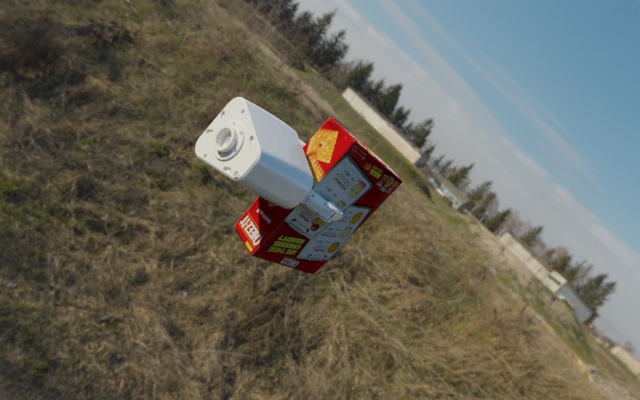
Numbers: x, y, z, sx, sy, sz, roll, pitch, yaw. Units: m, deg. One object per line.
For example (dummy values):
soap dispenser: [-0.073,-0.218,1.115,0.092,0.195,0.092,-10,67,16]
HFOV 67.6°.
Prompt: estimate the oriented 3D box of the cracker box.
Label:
cracker box: [0.000,0.002,0.719,0.164,0.214,0.072,29,18,-53]
